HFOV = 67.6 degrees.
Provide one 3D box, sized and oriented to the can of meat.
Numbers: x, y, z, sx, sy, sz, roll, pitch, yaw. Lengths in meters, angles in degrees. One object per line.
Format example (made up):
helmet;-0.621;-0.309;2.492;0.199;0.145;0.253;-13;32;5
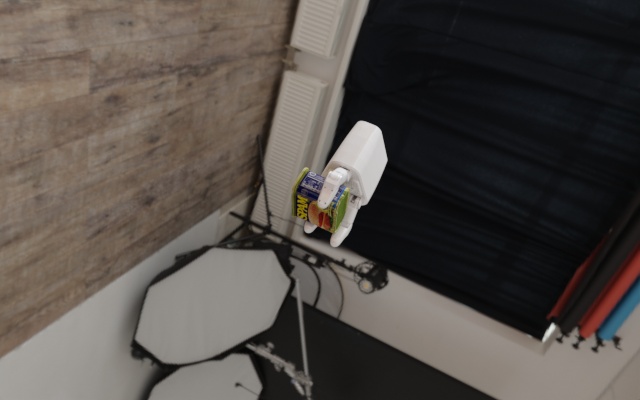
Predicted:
can of meat;0.000;0.003;0.817;0.084;0.057;0.102;24;-32;12
